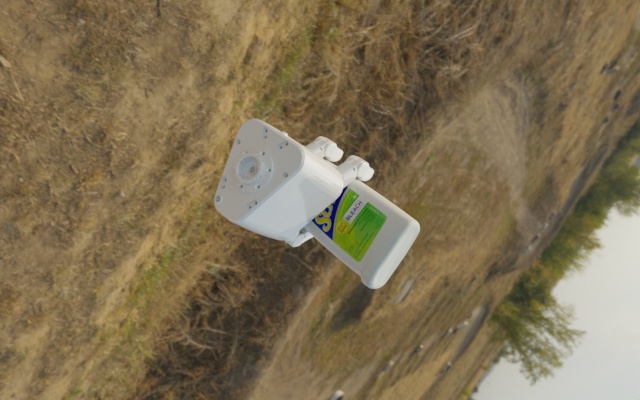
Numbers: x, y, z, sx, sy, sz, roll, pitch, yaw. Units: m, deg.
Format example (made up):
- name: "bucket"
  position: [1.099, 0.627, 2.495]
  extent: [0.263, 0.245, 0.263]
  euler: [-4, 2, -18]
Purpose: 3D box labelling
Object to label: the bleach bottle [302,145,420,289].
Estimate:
- name: "bleach bottle"
  position: [0.000, 0.002, 0.627]
  extent: [0.250, 0.102, 0.068]
  euler: [35, 3, 26]
